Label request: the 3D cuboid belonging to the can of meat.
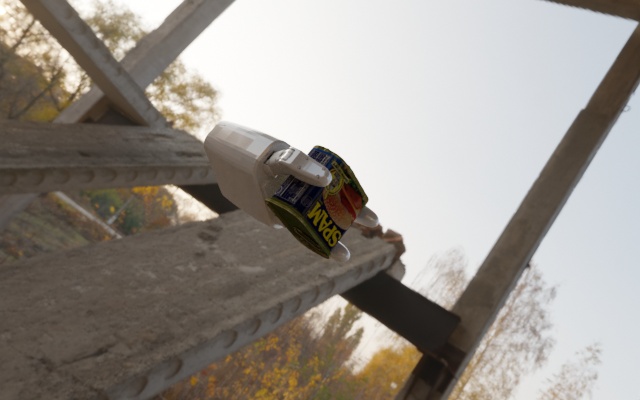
[{"bbox_3d":[0.000,0.001,0.529,0.057,0.084,0.102,25,-20,40],"label":"can of meat"}]
